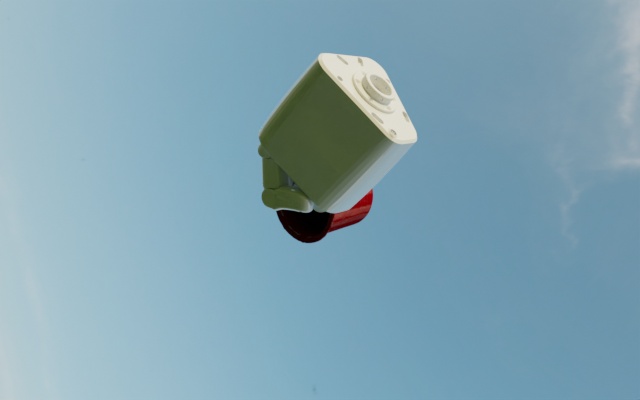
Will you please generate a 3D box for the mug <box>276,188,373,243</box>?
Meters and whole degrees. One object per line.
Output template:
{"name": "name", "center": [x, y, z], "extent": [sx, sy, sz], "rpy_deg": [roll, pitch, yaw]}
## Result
{"name": "mug", "center": [-0.001, 0.003, 0.559], "extent": [0.081, 0.093, 0.117], "rpy_deg": [-14, -24, -46]}
